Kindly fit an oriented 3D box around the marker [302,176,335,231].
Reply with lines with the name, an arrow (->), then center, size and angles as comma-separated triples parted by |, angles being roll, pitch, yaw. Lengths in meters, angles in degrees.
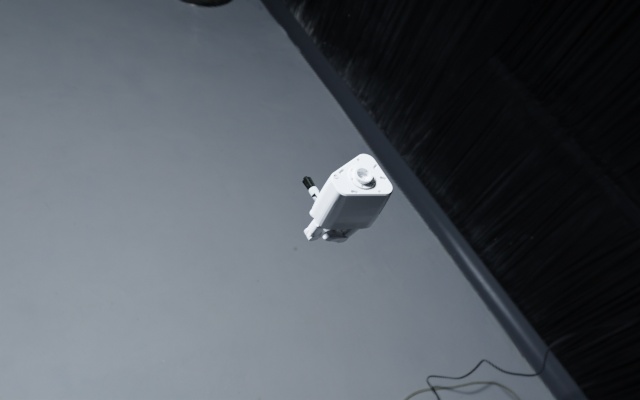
marker -> 0.000, 0.003, 0.894 | 0.020, 0.121, 0.020 | -27, -23, -12
